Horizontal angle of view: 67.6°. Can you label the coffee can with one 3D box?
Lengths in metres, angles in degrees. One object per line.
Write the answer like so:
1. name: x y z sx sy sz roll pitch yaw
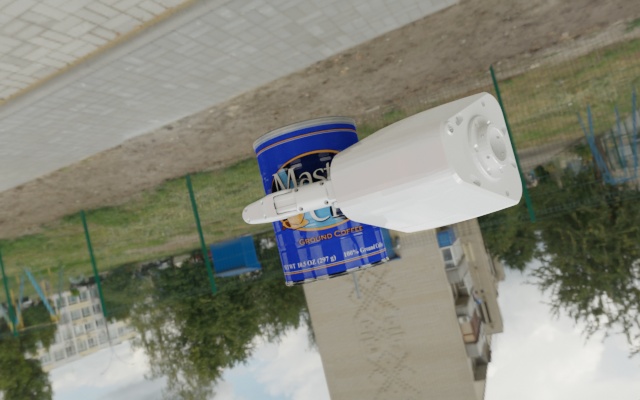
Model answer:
1. coffee can: 0.000 0.001 0.464 0.103 0.140 0.103 -14 -4 -1
